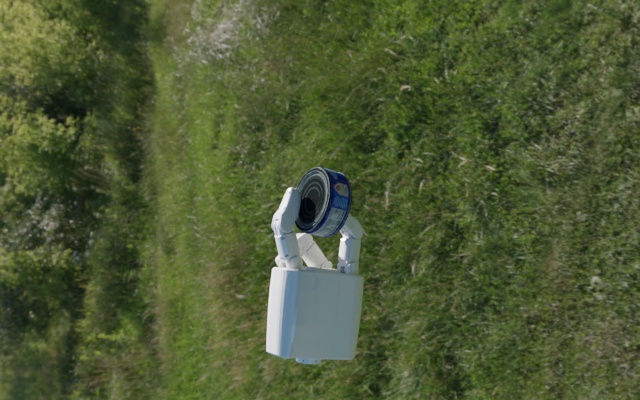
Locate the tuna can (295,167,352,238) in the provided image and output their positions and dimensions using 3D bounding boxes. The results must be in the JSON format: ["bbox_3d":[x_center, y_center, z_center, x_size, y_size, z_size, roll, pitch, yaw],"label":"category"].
[{"bbox_3d":[0.000,0.002,0.598,0.034,0.086,0.086,15,-8,-33],"label":"tuna can"}]
